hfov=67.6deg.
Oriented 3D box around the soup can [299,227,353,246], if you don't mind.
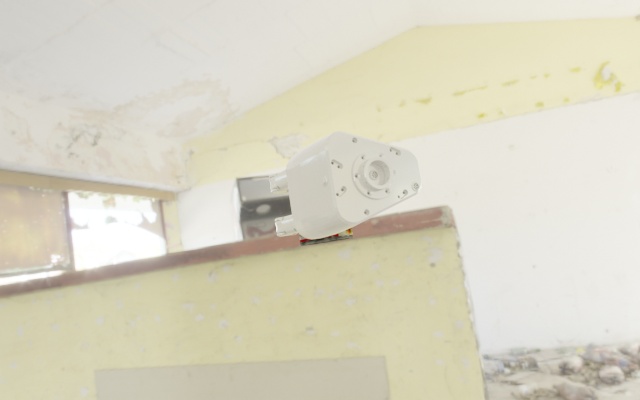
[{"bbox_3d":[0.000,0.002,0.602,0.068,0.102,0.068,-9,-6,-1],"label":"soup can"}]
